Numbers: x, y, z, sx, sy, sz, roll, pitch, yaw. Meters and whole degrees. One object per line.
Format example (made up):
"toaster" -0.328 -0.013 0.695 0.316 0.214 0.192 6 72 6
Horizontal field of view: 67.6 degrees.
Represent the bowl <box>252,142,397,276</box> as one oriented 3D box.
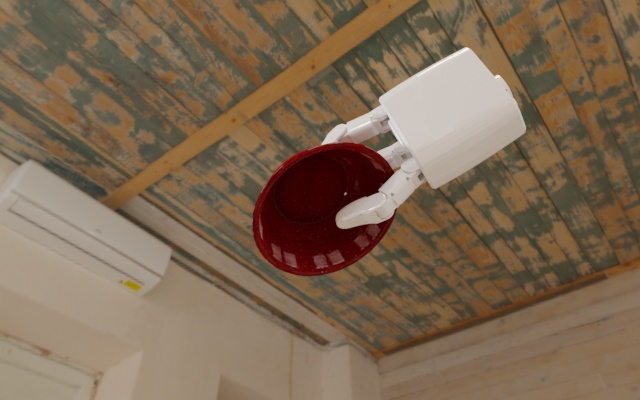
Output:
"bowl" -0.001 0.002 0.513 0.162 0.162 0.055 0 30 -24
